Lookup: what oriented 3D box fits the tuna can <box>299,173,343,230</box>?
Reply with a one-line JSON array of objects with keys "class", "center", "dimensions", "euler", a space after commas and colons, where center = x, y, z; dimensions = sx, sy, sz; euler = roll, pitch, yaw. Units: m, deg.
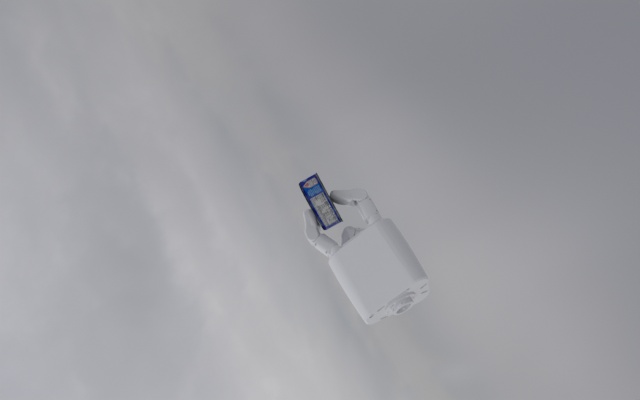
[{"class": "tuna can", "center": [0.000, 0.003, 0.734], "dimensions": [0.034, 0.086, 0.086], "euler": [-29, -1, 1]}]
